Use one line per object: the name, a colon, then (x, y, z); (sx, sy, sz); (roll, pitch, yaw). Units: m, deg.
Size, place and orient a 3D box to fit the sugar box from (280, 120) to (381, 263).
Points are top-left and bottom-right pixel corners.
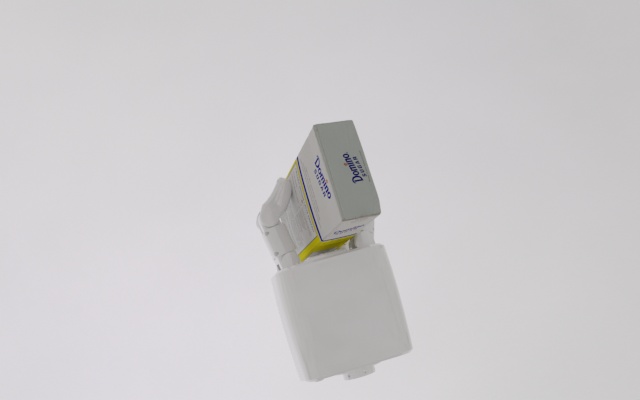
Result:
sugar box: (0.001, 0.002, 0.485); (0.048, 0.093, 0.176); (-10, -16, -23)
